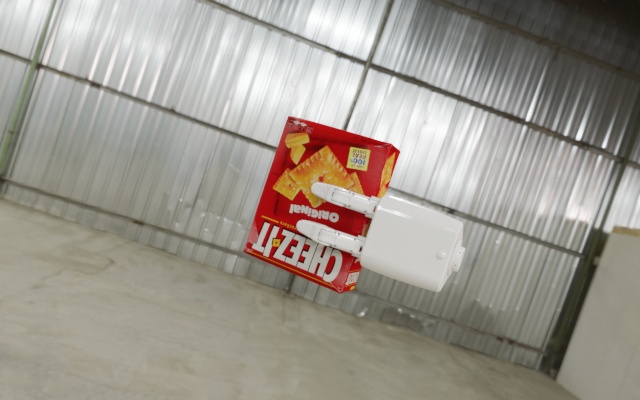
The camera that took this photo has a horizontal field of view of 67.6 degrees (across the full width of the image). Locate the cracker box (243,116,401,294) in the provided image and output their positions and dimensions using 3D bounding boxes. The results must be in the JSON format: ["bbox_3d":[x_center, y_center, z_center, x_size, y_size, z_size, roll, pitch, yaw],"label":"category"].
[{"bbox_3d":[0.000,0.002,0.684,0.164,0.213,0.072,20,2,21],"label":"cracker box"}]
